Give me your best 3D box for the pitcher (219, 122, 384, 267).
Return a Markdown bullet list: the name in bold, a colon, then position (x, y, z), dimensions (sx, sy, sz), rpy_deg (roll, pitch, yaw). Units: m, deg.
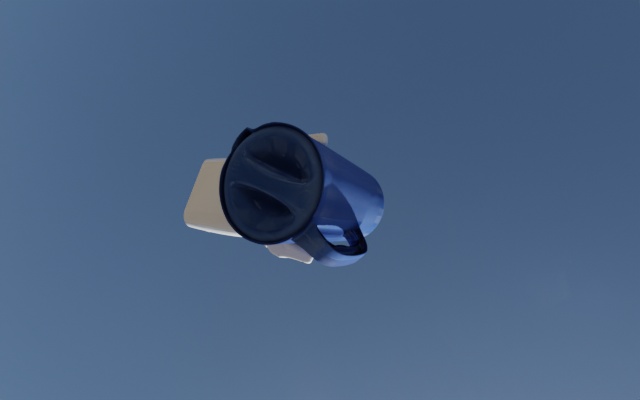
- **pitcher**: position (0.000, 0.002, 0.609), dimensions (0.145, 0.149, 0.243), rpy_deg (4, -5, 27)
